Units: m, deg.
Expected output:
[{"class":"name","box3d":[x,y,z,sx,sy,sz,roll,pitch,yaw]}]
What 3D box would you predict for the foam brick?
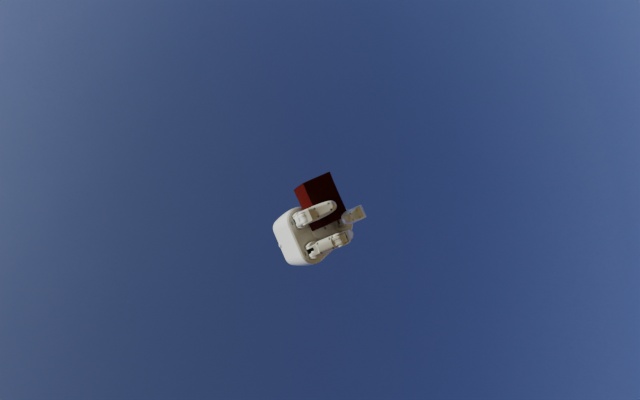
[{"class":"foam brick","box3d":[0.000,0.002,0.773,0.053,0.078,0.051,-23,-2,-23]}]
